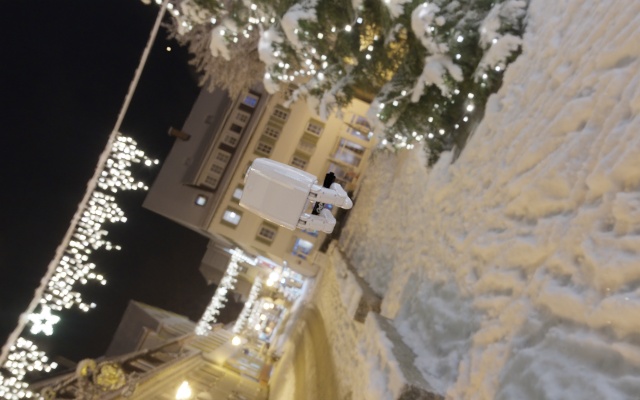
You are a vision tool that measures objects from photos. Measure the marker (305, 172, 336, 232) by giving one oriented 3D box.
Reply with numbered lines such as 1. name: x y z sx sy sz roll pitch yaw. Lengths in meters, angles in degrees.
1. marker: 0.000 0.003 0.867 0.020 0.121 0.020 18 23 -8
